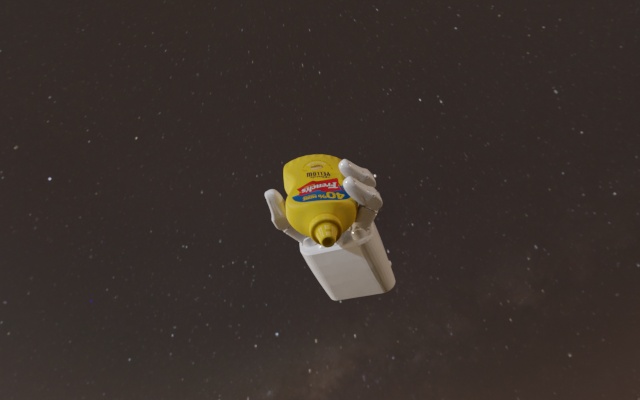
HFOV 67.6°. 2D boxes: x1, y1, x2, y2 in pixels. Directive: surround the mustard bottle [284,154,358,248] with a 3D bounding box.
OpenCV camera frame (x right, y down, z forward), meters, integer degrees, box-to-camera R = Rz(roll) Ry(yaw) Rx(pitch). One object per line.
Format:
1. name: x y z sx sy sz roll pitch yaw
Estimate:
1. mustard bottle: 0.000 0.002 0.650 0.096 0.058 0.191 -2 31 -5
